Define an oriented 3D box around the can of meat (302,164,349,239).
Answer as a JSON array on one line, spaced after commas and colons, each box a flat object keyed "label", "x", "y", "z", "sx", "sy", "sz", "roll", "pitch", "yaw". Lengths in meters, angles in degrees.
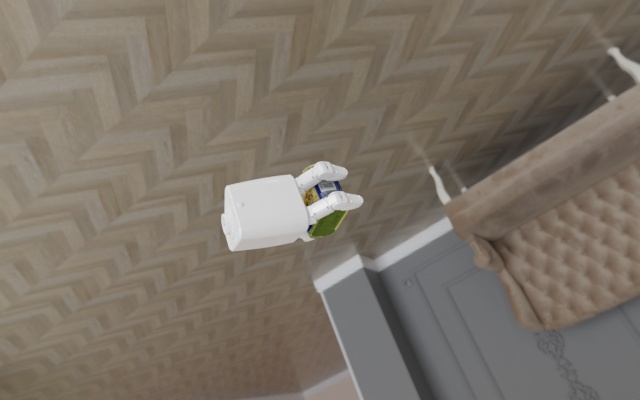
[{"label": "can of meat", "x": 0.000, "y": 0.003, "z": 0.791, "sx": 0.057, "sy": 0.084, "sz": 0.102, "roll": -7, "pitch": -32, "yaw": -26}]
